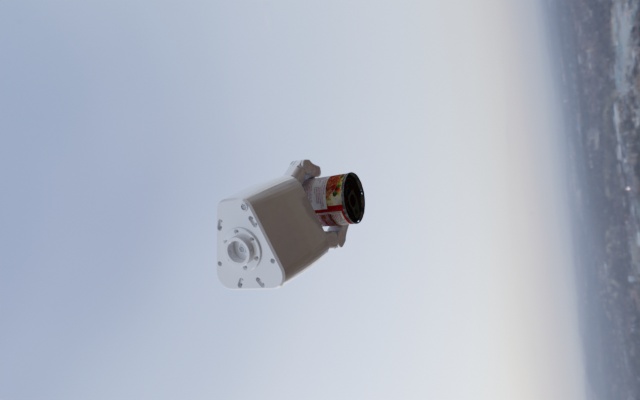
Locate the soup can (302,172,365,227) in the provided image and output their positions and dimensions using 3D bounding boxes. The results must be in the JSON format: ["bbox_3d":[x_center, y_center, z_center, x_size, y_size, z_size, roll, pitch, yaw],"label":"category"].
[{"bbox_3d":[0.000,0.002,0.640,0.102,0.068,0.068,-7,-3,28],"label":"soup can"}]
